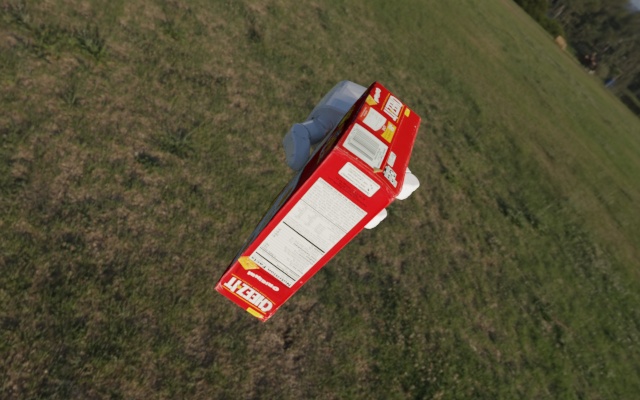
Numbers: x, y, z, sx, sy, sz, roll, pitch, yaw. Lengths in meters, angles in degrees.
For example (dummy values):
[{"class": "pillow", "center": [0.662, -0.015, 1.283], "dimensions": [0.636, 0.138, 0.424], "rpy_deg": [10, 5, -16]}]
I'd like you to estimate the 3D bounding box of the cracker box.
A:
[{"class": "cracker box", "center": [0.000, 0.001, 0.482], "dimensions": [0.072, 0.214, 0.164], "rpy_deg": [38, 35, -7]}]
